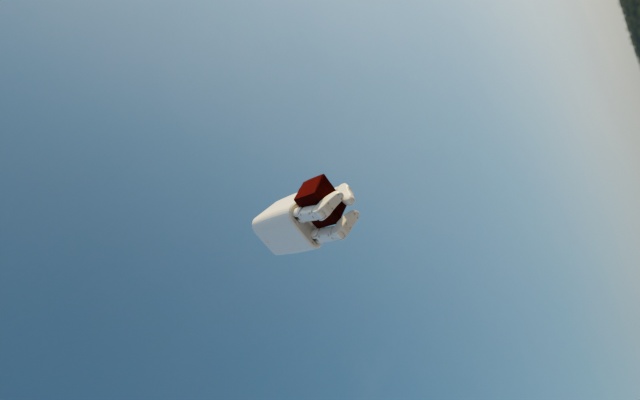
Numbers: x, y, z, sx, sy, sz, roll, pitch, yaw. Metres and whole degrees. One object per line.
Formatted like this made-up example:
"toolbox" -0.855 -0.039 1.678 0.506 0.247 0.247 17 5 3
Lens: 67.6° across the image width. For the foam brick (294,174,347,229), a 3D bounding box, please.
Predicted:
"foam brick" 0.000 0.002 0.846 0.051 0.078 0.053 -16 33 38
